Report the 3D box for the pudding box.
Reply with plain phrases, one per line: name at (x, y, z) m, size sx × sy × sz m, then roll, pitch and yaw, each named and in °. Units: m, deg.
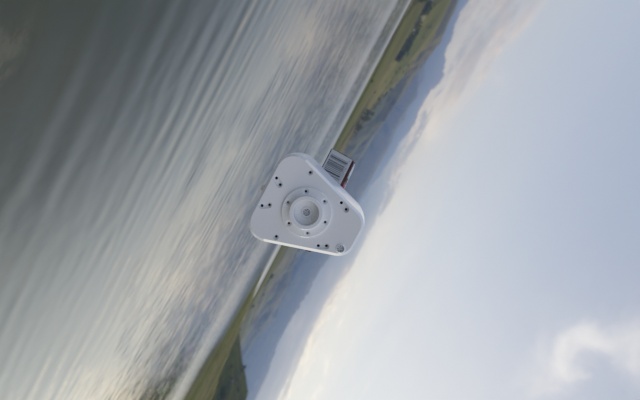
pudding box at (0.000, 0.002, 0.627) m, size 0.039 × 0.113 × 0.090 m, roll 28°, pitch -25°, yaw 3°
